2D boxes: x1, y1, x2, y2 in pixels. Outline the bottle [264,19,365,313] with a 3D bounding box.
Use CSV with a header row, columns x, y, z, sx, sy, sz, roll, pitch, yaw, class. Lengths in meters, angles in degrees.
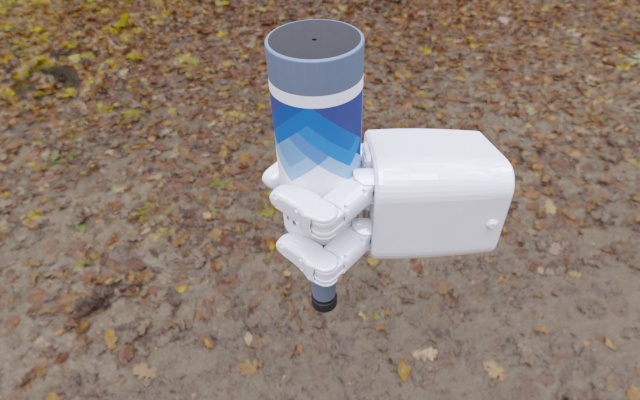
x,y,z,sx,sy,sz,roll,pitch,yaw,class
0.000,0.001,0.415,0.069,0.296,0.069,-1,43,1,bottle
